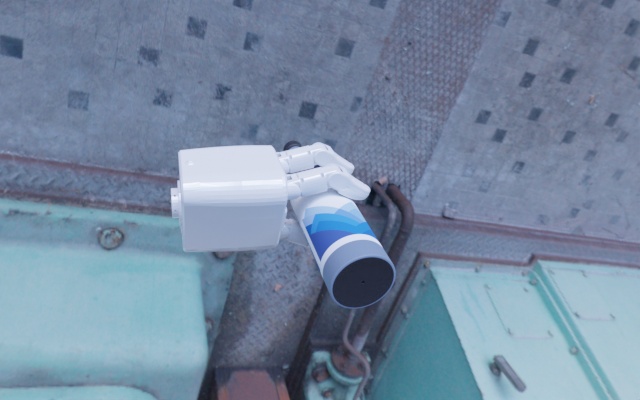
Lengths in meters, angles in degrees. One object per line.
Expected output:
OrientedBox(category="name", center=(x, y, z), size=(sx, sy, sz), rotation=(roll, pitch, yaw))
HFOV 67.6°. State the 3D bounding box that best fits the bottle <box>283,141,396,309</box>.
OrientedBox(category="bottle", center=(0.000, 0.002, 0.569), size=(0.069, 0.069, 0.295), rotation=(0, 31, -19))
